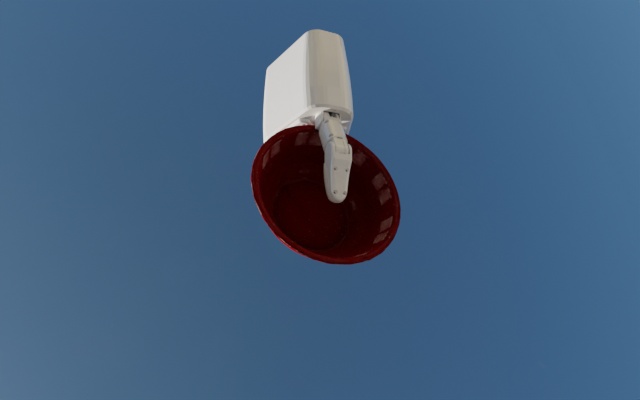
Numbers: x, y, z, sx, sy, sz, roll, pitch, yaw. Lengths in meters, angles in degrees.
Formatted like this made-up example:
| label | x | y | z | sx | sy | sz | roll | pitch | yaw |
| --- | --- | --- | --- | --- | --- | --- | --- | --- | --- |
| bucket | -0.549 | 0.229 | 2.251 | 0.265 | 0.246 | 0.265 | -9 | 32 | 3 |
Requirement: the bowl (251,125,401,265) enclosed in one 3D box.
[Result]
| label | x | y | z | sx | sy | sz | roll | pitch | yaw |
| --- | --- | --- | --- | --- | --- | --- | --- | --- | --- |
| bowl | 0.000 | 0.003 | 0.496 | 0.162 | 0.162 | 0.055 | 0 | -30 | -26 |
